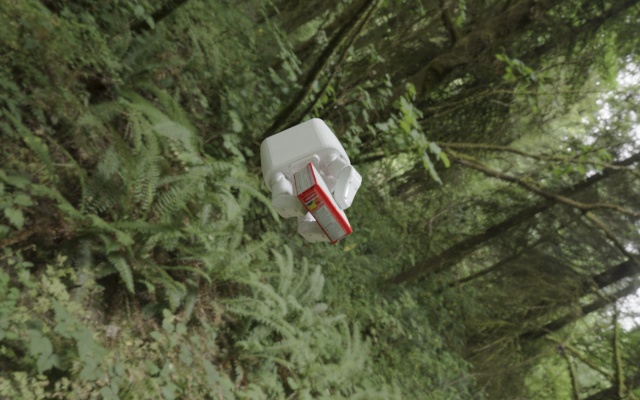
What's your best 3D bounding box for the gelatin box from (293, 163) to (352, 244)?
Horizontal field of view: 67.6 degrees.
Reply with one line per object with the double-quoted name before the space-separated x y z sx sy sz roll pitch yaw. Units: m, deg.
"gelatin box" 0.001 0.002 0.569 0.030 0.073 0.089 -34 20 5
